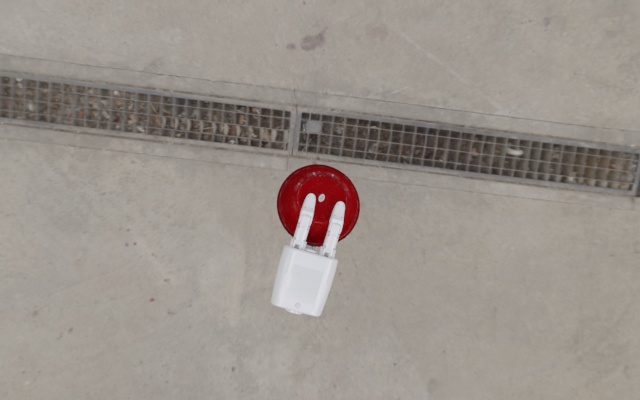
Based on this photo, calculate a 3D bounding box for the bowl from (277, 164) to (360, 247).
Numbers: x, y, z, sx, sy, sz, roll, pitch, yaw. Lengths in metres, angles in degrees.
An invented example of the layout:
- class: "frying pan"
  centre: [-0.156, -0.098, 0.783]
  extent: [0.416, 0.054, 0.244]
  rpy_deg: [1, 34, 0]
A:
- class: "bowl"
  centre: [0.000, 0.002, 0.892]
  extent: [0.162, 0.162, 0.055]
  rpy_deg: [0, -12, -8]
